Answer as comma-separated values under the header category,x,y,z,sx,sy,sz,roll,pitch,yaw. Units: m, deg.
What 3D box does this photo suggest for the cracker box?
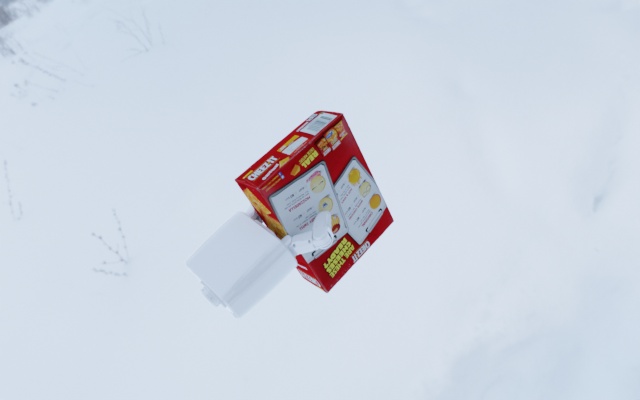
category,x,y,z,sx,sy,sz,roll,pitch,yaw
cracker box,0.000,0.002,0.698,0.164,0.214,0.072,-44,37,-20
